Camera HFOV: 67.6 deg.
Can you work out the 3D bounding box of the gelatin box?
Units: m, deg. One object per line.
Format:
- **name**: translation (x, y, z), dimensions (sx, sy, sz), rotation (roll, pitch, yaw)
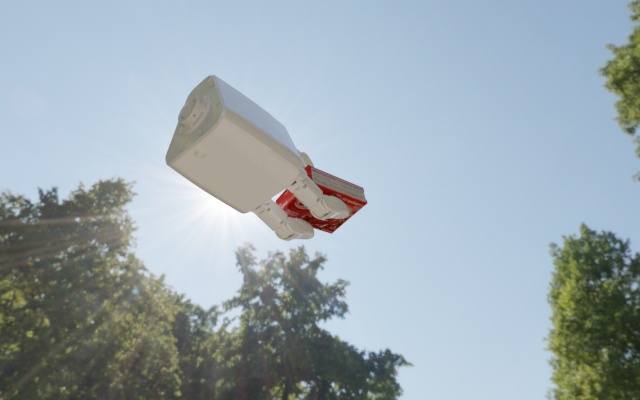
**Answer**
- **gelatin box**: translation (0.000, 0.002, 0.585), dimensions (0.089, 0.030, 0.073), rotation (20, -47, -32)
